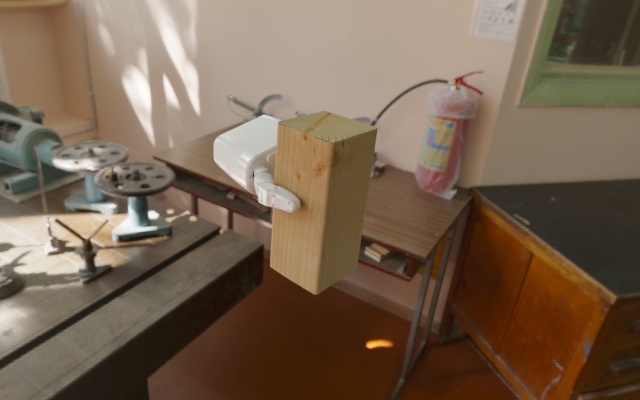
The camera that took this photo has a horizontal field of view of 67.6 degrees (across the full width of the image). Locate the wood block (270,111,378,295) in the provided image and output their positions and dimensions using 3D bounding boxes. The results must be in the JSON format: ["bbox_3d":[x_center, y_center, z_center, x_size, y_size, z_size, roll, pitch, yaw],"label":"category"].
[{"bbox_3d":[0.000,0.002,0.614,0.090,0.206,0.091,25,33,34],"label":"wood block"}]
